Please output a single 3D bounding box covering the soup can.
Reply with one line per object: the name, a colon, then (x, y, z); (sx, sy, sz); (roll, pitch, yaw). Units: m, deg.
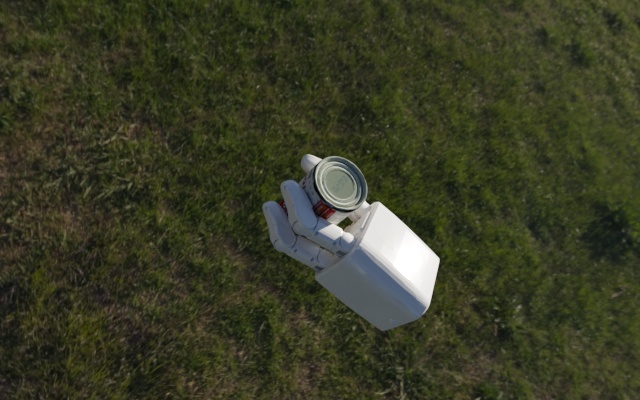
soup can: (0.000, 0.001, 0.550); (0.068, 0.068, 0.102); (0, -24, -29)
